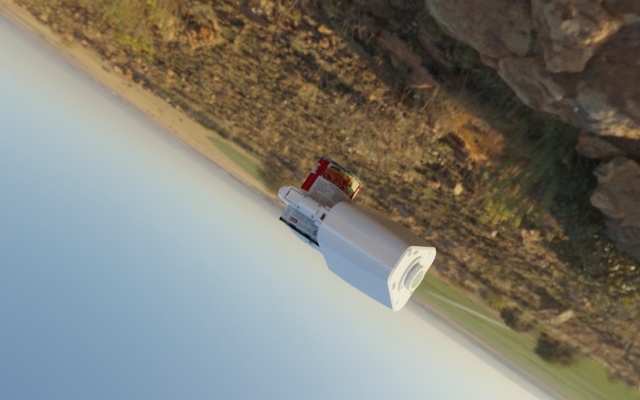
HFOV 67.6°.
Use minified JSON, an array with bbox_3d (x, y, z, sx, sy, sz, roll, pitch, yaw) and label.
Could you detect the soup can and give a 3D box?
[{"bbox_3d":[0.000,0.002,0.638,0.068,0.102,0.068,34,-5,4],"label":"soup can"}]
